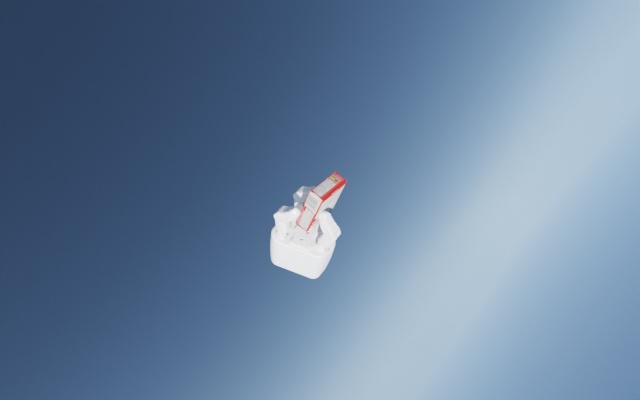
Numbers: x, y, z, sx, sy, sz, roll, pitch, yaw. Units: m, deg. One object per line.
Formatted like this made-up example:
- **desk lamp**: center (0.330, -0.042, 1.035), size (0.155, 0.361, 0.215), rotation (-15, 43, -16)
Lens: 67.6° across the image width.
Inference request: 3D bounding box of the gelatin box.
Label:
- **gelatin box**: center (0.001, 0.003, 0.804), size (0.030, 0.089, 0.073), rotation (40, 47, 13)
